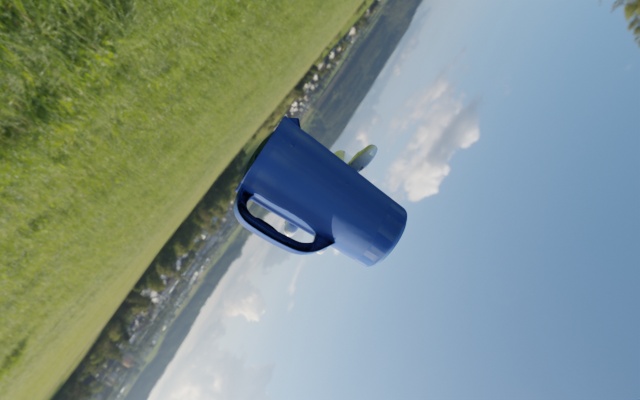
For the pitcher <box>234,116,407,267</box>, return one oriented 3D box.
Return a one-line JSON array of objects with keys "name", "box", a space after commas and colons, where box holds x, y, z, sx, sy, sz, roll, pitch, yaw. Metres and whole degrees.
[{"name": "pitcher", "box": [0.000, 0.002, 0.710, 0.243, 0.149, 0.145, 34, 17, -8]}]
